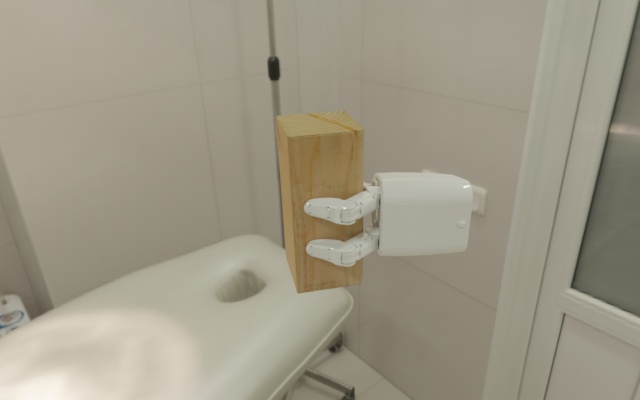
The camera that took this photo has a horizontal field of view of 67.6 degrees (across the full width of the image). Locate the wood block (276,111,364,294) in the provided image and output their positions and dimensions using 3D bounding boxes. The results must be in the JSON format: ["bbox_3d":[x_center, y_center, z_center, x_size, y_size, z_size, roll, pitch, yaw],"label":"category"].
[{"bbox_3d":[0.000,0.002,0.601,0.090,0.206,0.090,-7,26,-10],"label":"wood block"}]
